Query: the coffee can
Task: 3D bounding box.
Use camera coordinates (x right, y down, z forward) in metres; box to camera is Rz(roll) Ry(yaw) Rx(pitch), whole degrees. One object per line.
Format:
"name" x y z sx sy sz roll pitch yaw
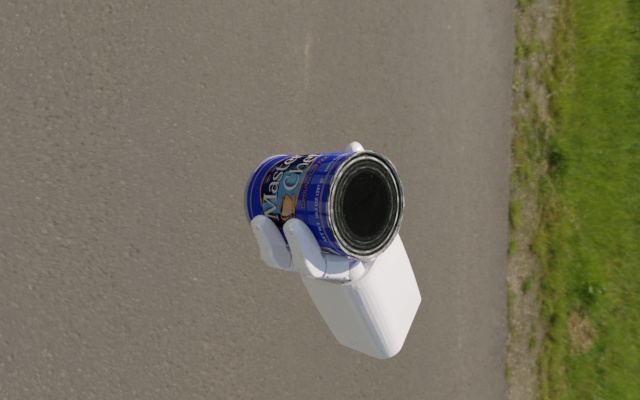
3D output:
"coffee can" 0.000 0.001 0.497 0.103 0.103 0.140 0 2 -40
